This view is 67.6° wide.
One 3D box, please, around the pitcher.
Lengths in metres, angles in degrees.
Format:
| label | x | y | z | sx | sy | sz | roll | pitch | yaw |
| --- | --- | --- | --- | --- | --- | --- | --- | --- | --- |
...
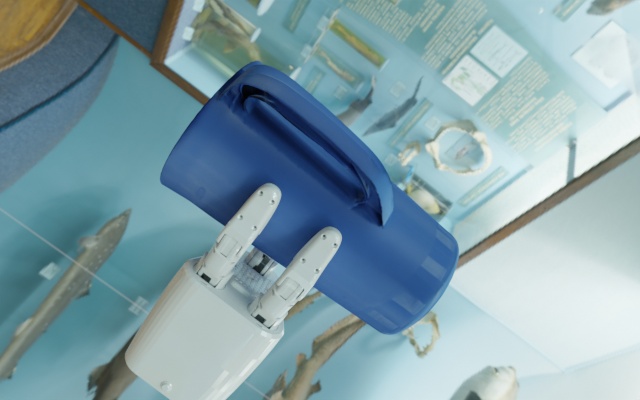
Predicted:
| label | x | y | z | sx | sy | sz | roll | pitch | yaw |
| --- | --- | --- | --- | --- | --- | --- | --- | --- | --- |
| pitcher | 0.000 | 0.001 | 0.407 | 0.243 | 0.145 | 0.149 | 38 | 15 | -4 |
